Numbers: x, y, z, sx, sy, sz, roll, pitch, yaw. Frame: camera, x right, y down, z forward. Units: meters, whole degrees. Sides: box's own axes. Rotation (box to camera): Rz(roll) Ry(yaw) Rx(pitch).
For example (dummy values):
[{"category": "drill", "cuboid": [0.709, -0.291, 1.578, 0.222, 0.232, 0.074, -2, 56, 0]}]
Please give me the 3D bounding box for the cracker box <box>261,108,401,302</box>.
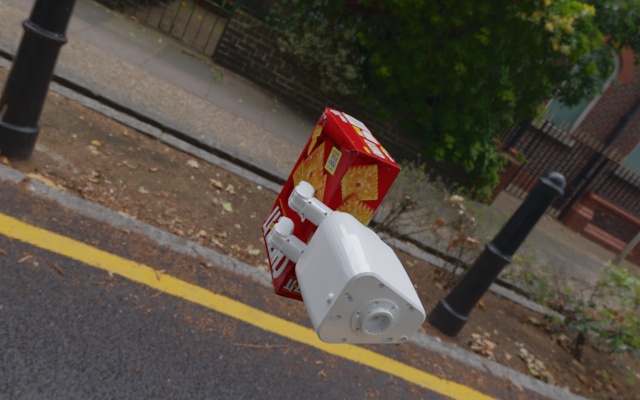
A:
[{"category": "cracker box", "cuboid": [0.000, 0.002, 0.634, 0.072, 0.214, 0.164, 21, 22, -23]}]
